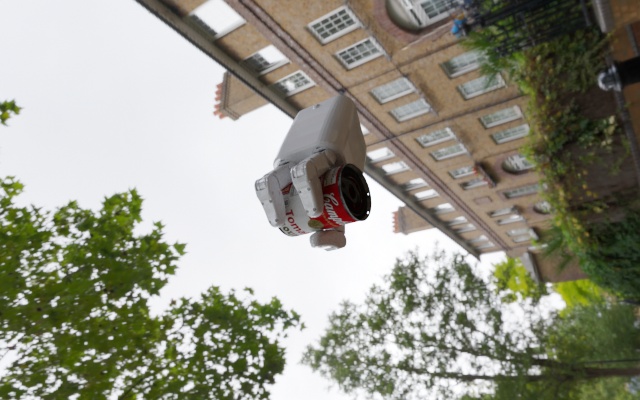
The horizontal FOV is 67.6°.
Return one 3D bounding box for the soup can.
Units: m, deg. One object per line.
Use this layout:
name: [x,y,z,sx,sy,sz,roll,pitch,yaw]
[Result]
soup can: [0.000,0.002,0.568,0.102,0.068,0.068,-16,-9,32]
